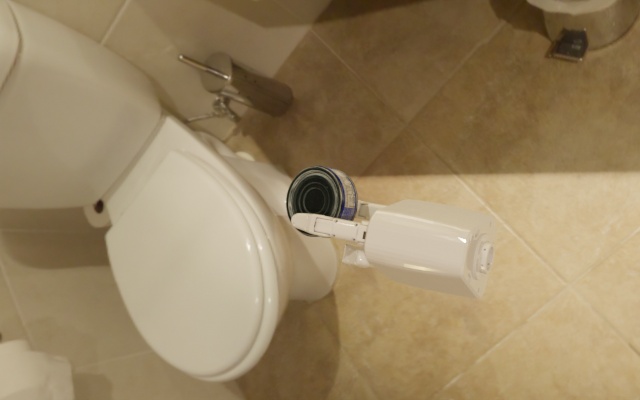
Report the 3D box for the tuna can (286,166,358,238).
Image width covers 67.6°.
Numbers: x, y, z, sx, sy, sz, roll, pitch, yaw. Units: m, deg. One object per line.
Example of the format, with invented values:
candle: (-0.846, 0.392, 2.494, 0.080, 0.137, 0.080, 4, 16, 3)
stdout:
tuna can: (0.000, 0.002, 0.572, 0.086, 0.086, 0.034, 0, -5, 36)
